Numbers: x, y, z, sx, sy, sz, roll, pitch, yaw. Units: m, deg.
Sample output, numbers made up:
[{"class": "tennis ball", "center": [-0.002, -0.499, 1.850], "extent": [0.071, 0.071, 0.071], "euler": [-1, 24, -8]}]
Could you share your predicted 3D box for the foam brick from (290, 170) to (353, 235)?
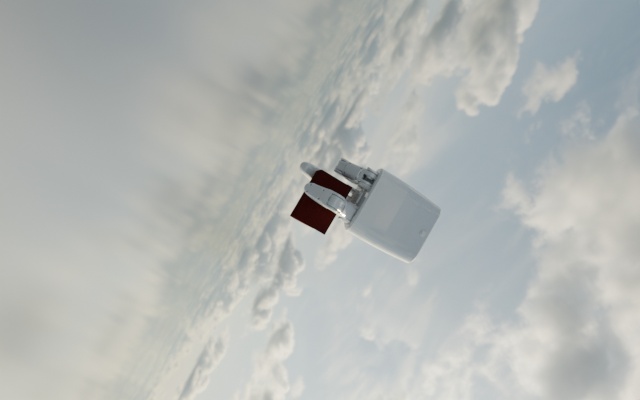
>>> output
[{"class": "foam brick", "center": [0.000, 0.002, 0.670], "extent": [0.051, 0.078, 0.053], "euler": [31, -3, -8]}]
